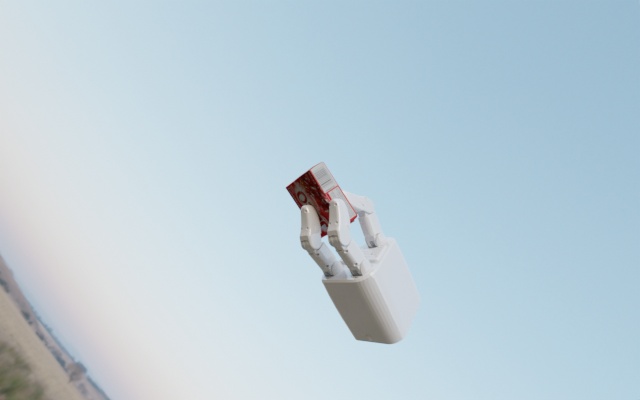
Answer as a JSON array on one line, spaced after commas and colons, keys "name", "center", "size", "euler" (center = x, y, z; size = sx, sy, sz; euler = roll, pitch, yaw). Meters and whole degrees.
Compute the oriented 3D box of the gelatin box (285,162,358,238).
[{"name": "gelatin box", "center": [0.000, 0.002, 0.645], "size": [0.030, 0.089, 0.073], "euler": [-33, 1, -35]}]
